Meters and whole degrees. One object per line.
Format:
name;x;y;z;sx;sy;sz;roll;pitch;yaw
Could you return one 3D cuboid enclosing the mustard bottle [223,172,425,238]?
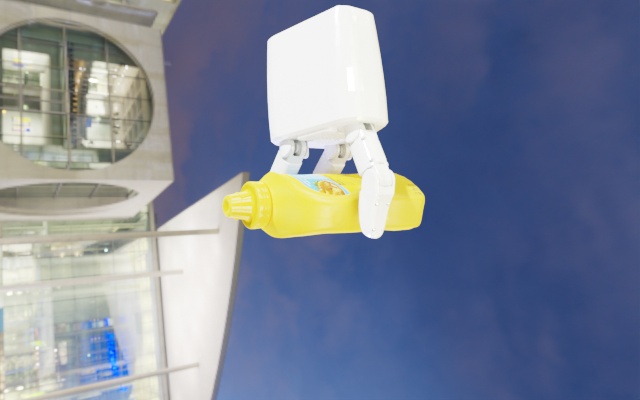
mustard bottle;0.000;0.002;0.453;0.191;0.058;0.096;-2;17;-35
